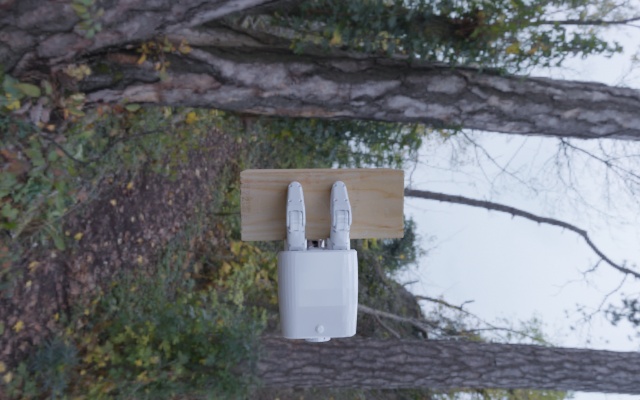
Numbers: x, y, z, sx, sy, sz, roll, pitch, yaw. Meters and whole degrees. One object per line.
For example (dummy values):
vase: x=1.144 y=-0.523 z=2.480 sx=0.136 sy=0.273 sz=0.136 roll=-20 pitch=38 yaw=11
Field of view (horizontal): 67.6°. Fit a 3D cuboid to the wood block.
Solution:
wood block: x=0.000 y=0.002 z=0.642 sx=0.206 sy=0.090 sz=0.091 roll=-1 pitch=5 yaw=-4
